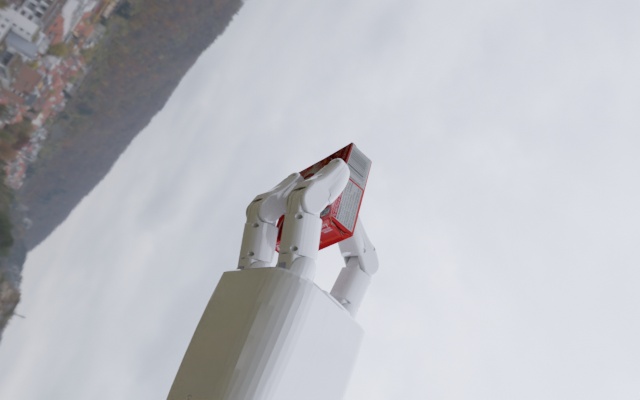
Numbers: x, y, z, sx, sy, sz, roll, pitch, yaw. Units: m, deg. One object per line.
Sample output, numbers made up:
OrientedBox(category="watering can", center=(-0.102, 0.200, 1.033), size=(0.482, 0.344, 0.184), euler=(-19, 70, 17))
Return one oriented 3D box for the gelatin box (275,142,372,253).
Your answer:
OrientedBox(category="gelatin box", center=(0.000, 0.001, 0.401), size=(0.073, 0.089, 0.030), euler=(-26, -57, 40))
